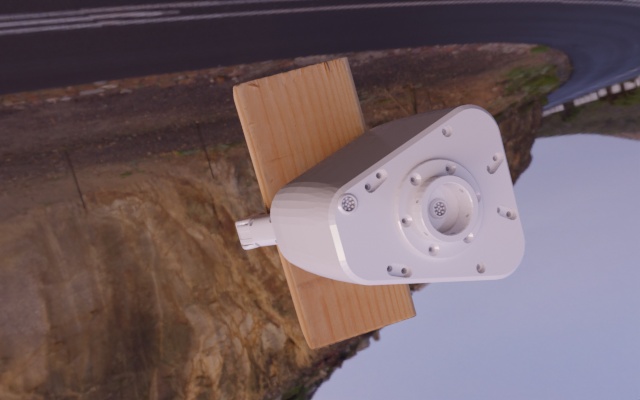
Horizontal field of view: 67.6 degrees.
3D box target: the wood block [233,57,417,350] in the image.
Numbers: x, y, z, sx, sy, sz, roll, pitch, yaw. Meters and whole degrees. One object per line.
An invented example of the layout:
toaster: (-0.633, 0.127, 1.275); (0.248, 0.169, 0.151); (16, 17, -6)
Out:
wood block: (0.000, 0.002, 0.400); (0.091, 0.206, 0.090); (-16, 5, -8)
